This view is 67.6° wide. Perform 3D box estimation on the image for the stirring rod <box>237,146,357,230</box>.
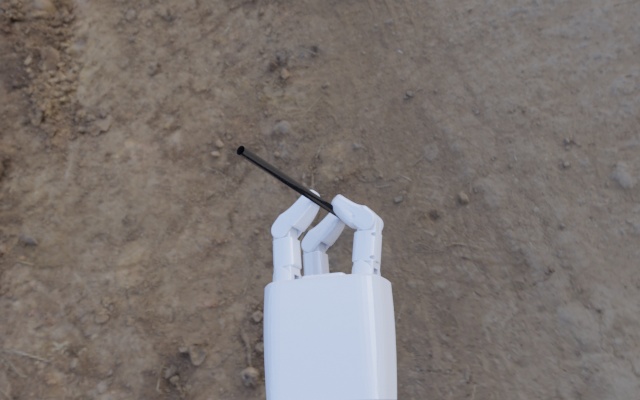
[{"bbox_3d":[0.000,0.002,0.467,0.011,0.011,0.240,0,-20,33],"label":"stirring rod"}]
